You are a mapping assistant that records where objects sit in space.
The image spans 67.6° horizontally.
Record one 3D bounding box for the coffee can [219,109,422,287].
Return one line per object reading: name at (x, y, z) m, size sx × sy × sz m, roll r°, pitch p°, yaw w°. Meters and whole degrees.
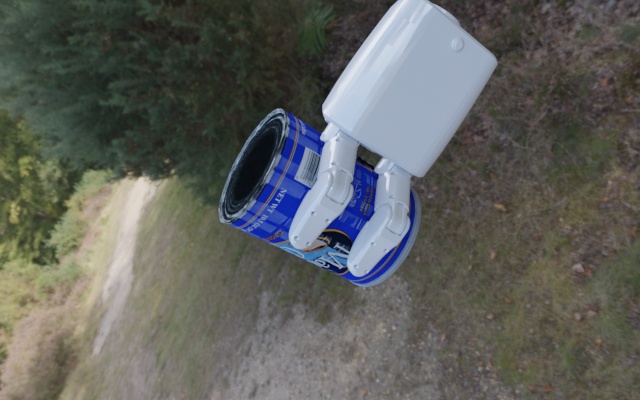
coffee can at (0.000, 0.002, 0.409) m, size 0.140 × 0.103 × 0.103 m, roll 28°, pitch -13°, yaw -25°
